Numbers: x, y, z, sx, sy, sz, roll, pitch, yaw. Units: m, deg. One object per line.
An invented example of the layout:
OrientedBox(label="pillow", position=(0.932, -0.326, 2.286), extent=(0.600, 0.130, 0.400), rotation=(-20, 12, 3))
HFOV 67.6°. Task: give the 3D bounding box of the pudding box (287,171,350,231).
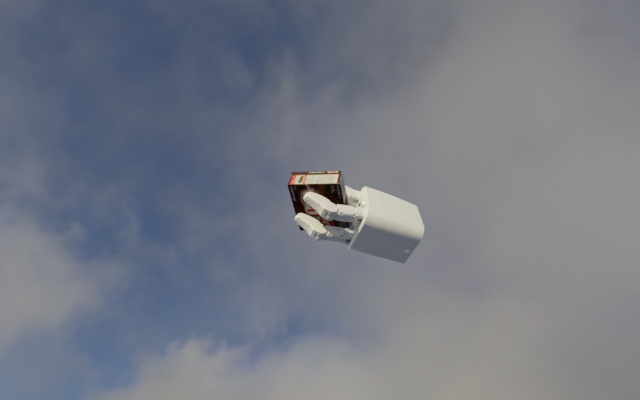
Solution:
OrientedBox(label="pudding box", position=(0.000, 0.003, 0.815), extent=(0.090, 0.114, 0.039), rotation=(-1, 41, 13))
